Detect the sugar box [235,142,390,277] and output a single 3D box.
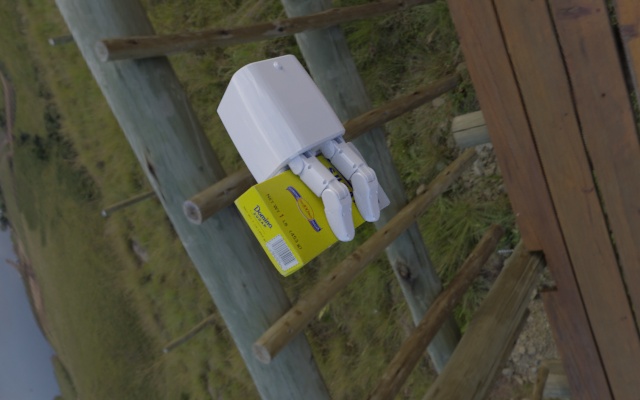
[{"bbox_3d":[0.000,0.001,0.529,0.176,0.093,0.048,-31,-1,-45],"label":"sugar box"}]
